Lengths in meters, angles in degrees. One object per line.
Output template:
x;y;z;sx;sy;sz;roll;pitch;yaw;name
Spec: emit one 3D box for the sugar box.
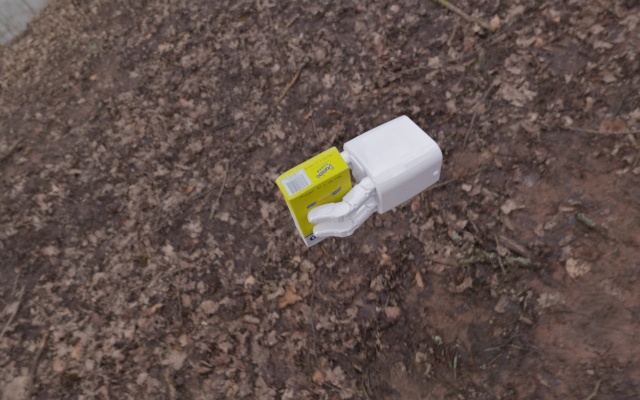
0.000;0.003;0.698;0.093;0.048;0.176;-29;-29;-5;sugar box
